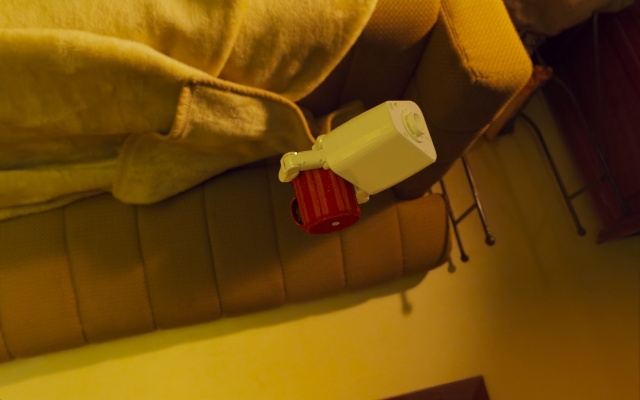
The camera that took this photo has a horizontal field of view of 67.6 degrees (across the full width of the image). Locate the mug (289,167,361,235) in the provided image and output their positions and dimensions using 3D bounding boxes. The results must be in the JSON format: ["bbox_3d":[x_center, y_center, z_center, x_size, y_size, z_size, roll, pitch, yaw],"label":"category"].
[{"bbox_3d":[-0.001,0.003,0.683,0.117,0.081,0.093,-29,-23,35],"label":"mug"}]
